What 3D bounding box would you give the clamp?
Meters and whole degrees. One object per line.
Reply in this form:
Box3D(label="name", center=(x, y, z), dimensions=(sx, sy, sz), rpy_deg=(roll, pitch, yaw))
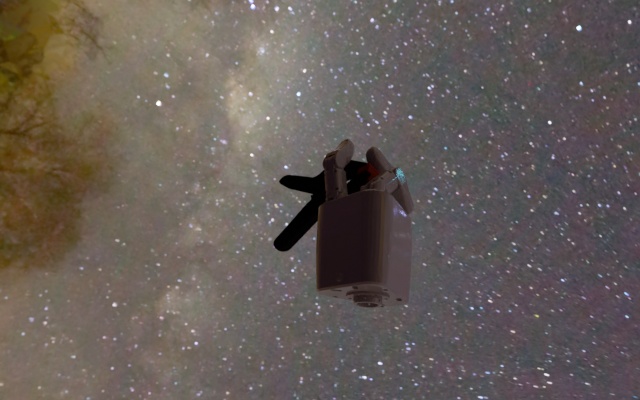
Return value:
Box3D(label="clamp", center=(0.001, 0.002, 0.628), dimensions=(0.171, 0.120, 0.039), rpy_deg=(-18, -32, 41))
